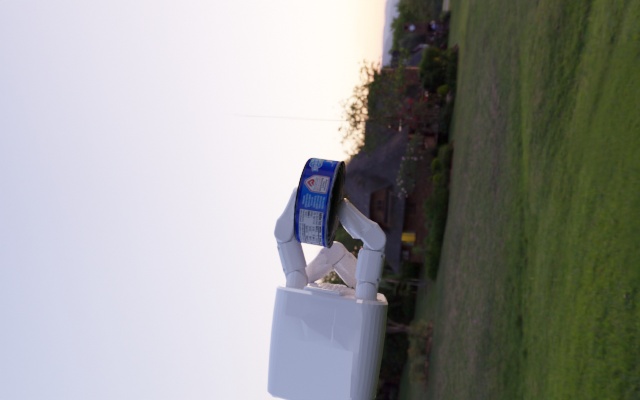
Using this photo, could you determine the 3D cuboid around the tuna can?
[{"bbox_3d":[0.000,0.001,0.462,0.034,0.086,0.086,9,1,9],"label":"tuna can"}]
